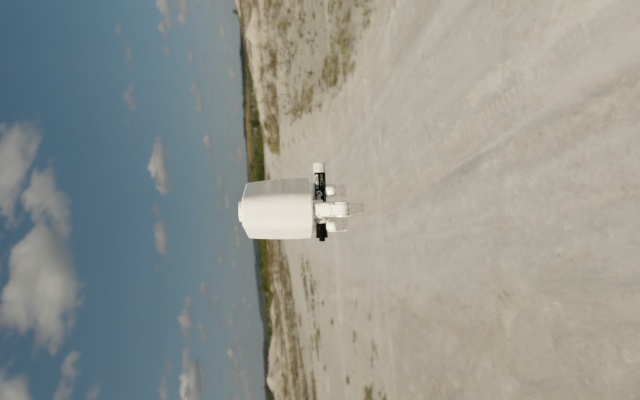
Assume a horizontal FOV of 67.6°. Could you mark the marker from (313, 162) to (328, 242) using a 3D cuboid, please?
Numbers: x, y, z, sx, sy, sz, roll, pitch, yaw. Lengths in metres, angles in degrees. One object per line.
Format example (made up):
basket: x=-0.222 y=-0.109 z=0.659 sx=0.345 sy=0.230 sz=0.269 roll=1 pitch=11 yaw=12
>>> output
marker: x=0.000 y=0.002 z=0.734 sx=0.020 sy=0.121 sz=0.020 roll=-2 pitch=1 yaw=0
